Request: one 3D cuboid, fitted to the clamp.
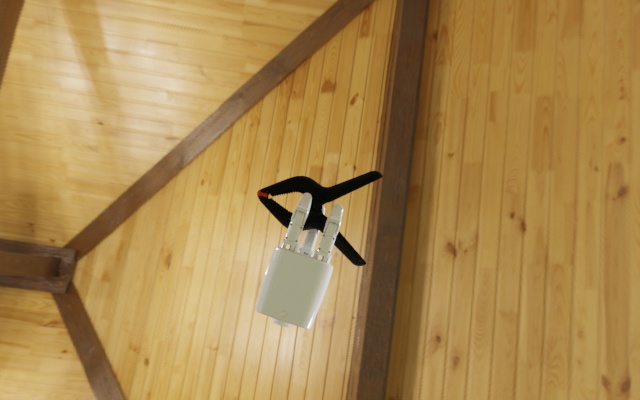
[{"bbox_3d":[-0.001,0.003,0.809,0.210,0.164,0.036,19,-10,0],"label":"clamp"}]
